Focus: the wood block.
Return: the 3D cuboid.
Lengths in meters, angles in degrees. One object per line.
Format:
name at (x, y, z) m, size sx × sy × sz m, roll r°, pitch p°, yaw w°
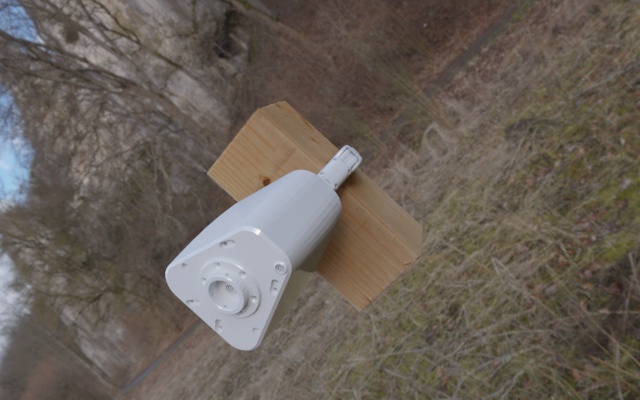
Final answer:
wood block at (0.000, 0.001, 0.498) m, size 0.206 × 0.091 × 0.090 m, roll 42°, pitch 21°, yaw -1°
